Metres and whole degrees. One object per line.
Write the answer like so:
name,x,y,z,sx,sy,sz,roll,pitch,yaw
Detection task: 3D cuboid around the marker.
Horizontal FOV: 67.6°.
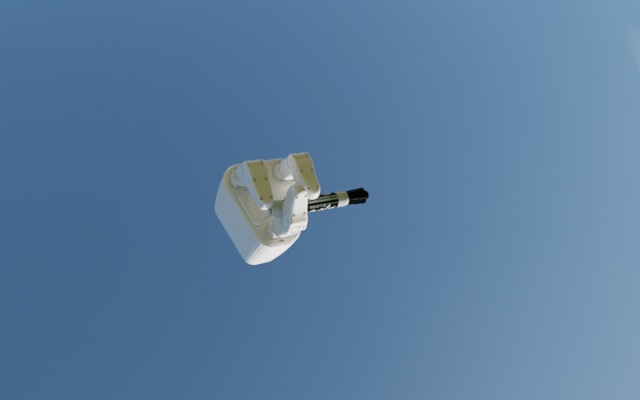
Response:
marker,0.000,0.002,0.537,0.121,0.020,0.020,-9,4,-24
